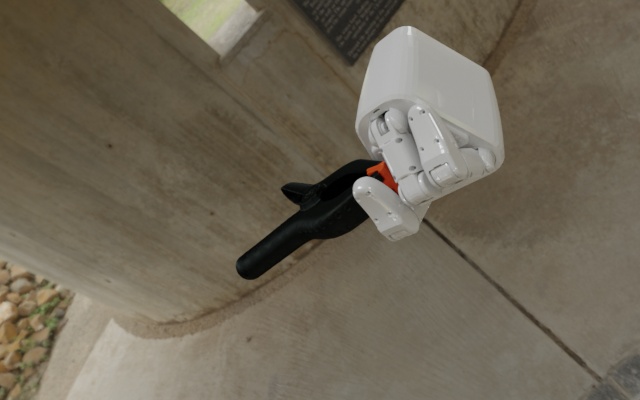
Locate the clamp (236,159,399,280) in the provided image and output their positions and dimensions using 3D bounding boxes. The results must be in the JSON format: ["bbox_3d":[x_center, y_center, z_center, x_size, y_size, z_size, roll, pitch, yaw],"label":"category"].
[{"bbox_3d":[0.000,0.001,0.428,0.171,0.120,0.039,-26,-57,33],"label":"clamp"}]
